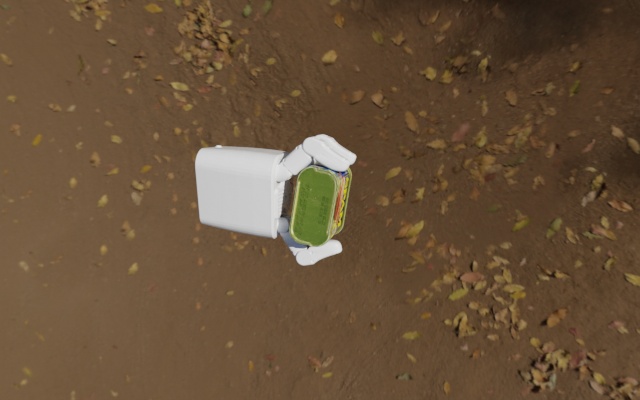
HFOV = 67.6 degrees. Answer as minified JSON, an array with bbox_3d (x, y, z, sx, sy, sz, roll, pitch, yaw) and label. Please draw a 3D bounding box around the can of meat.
[{"bbox_3d":[0.000,0.002,0.608,0.057,0.102,0.084,12,11,11],"label":"can of meat"}]
